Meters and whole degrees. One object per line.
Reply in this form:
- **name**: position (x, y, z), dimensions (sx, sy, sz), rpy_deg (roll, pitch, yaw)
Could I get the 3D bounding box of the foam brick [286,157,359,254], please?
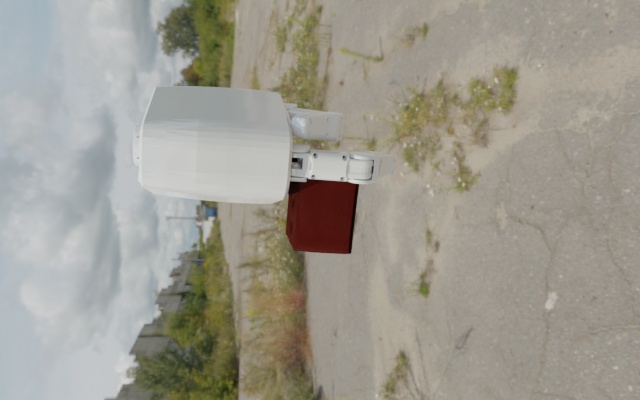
- **foam brick**: position (0.000, 0.002, 0.417), dimensions (0.051, 0.078, 0.053), rpy_deg (2, 14, -14)
